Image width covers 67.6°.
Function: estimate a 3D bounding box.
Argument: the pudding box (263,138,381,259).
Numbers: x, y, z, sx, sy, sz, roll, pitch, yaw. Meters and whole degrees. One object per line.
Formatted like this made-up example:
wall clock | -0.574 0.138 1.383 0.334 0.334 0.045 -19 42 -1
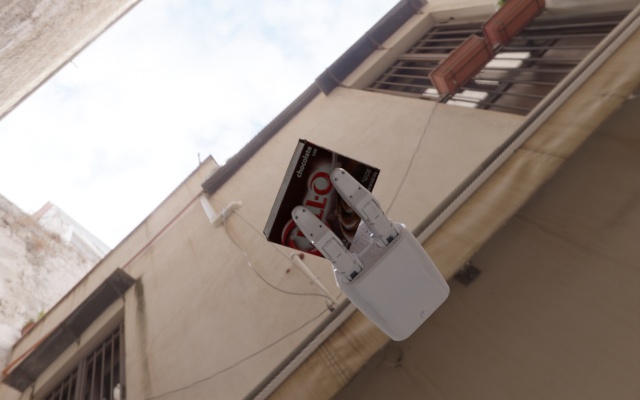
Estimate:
pudding box | 0.000 0.002 0.511 0.090 0.113 0.039 19 5 -21
